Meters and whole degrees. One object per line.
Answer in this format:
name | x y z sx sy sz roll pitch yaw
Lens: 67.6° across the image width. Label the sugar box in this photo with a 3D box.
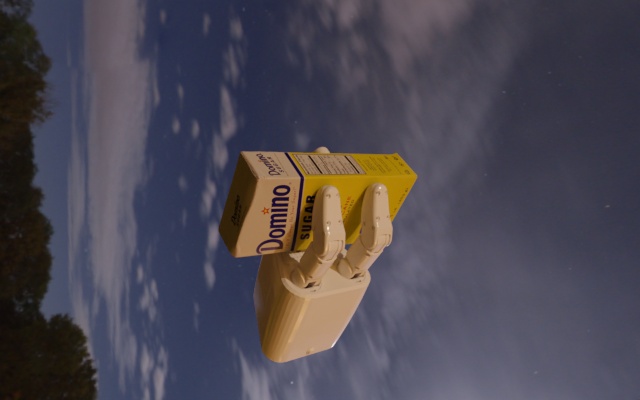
sugar box | 0.000 0.002 0.455 0.176 0.093 0.048 -6 43 -35
